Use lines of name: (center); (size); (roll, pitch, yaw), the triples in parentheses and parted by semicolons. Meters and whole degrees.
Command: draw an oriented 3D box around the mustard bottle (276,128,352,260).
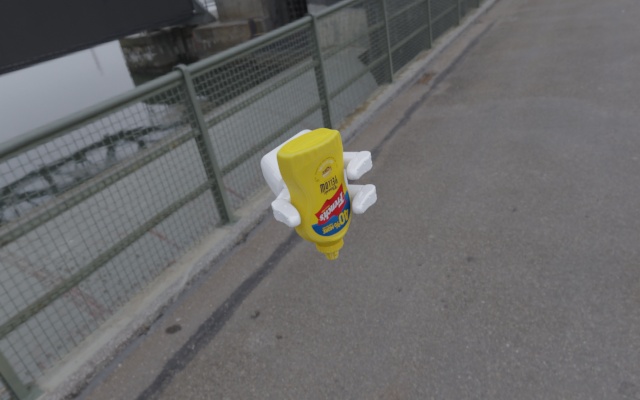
mustard bottle: (0.000, 0.002, 0.677); (0.058, 0.192, 0.096); (17, 39, 42)
